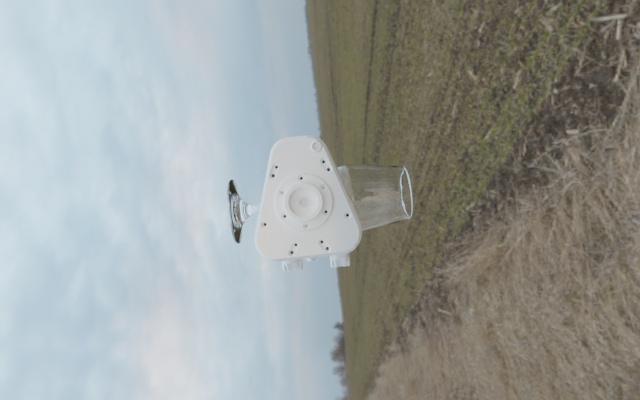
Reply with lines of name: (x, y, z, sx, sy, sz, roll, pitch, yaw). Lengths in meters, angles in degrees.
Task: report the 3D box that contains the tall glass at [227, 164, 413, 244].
tall glass: (-0.001, 0.002, 0.547, 0.201, 0.079, 0.079, -6, 0, 0)
